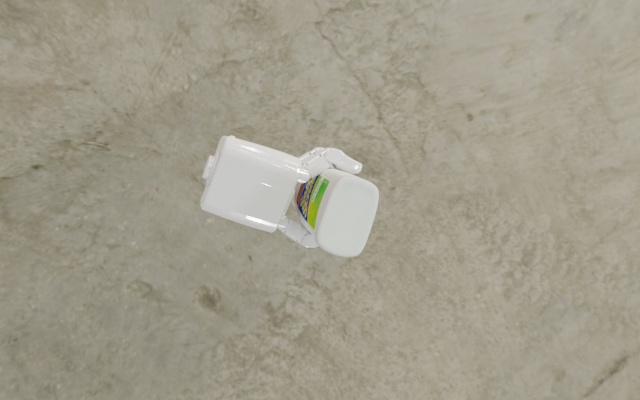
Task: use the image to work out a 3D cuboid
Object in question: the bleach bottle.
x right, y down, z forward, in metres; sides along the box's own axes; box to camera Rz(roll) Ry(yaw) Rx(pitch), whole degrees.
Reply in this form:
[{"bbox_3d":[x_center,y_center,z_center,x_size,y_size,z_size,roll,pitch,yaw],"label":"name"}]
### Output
[{"bbox_3d":[0.000,0.002,0.693,0.068,0.102,0.251,18,2,-18],"label":"bleach bottle"}]
